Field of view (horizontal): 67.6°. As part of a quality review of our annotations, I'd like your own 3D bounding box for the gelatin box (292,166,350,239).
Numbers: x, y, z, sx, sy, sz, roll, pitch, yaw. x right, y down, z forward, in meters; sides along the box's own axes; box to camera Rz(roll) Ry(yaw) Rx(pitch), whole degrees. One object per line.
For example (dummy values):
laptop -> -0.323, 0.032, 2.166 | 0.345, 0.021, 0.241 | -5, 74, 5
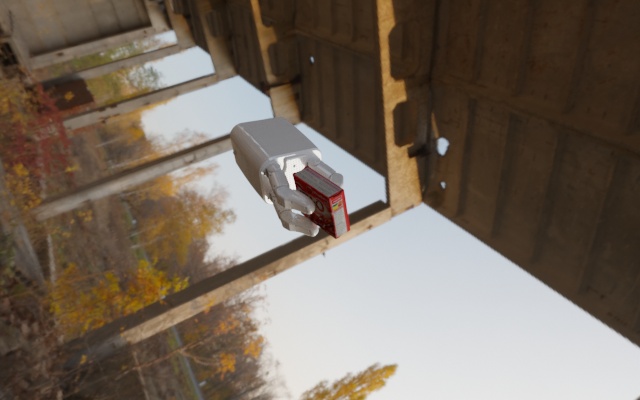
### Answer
gelatin box -> 0.001, 0.002, 0.672 | 0.030, 0.073, 0.089 | -31, 42, -24
